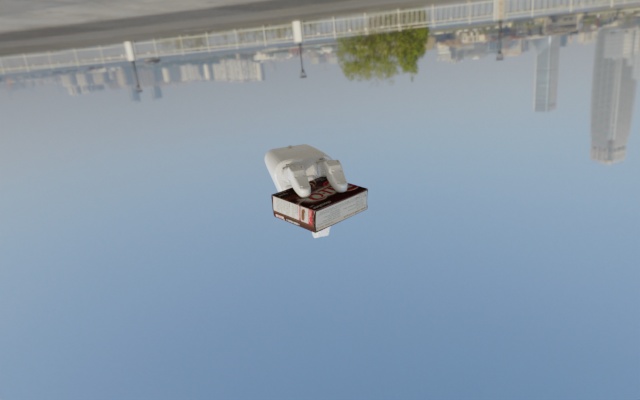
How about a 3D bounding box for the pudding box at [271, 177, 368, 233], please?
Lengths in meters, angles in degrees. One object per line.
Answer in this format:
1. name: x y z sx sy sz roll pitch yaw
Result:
1. pudding box: 0.000 0.002 0.690 0.090 0.039 0.113 18 31 41
